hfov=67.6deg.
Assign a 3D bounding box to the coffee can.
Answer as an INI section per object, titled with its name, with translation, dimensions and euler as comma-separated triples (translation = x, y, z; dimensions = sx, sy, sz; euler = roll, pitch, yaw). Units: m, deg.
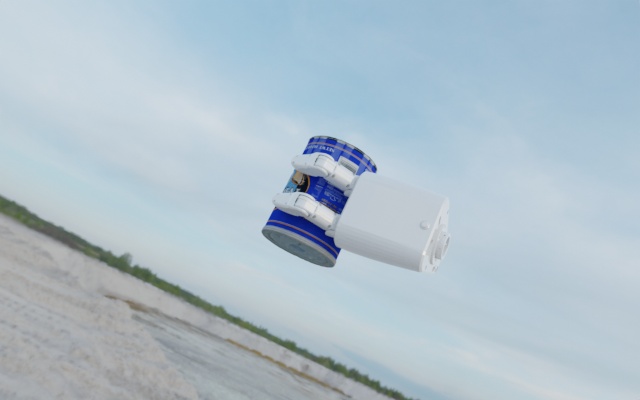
[coffee can]
translation = 0.000, 0.002, 0.622
dimensions = 0.103, 0.140, 0.103
euler = 24, -17, 8
